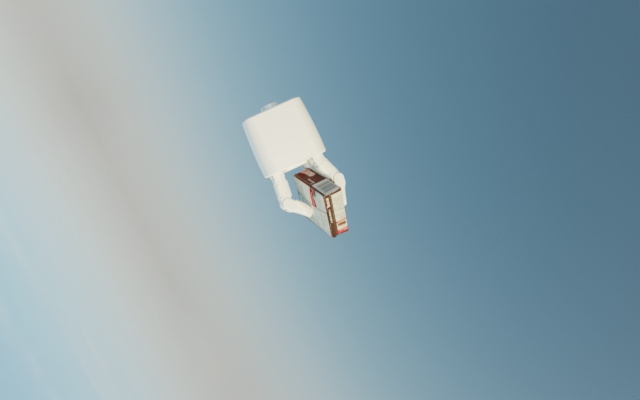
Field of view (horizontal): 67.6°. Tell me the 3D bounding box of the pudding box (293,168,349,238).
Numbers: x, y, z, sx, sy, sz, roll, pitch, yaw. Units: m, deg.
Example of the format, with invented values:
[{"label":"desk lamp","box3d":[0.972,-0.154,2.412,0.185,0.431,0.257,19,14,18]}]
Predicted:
[{"label":"pudding box","box3d":[0.000,0.003,0.849,0.039,0.090,0.113,-25,33,-20]}]
